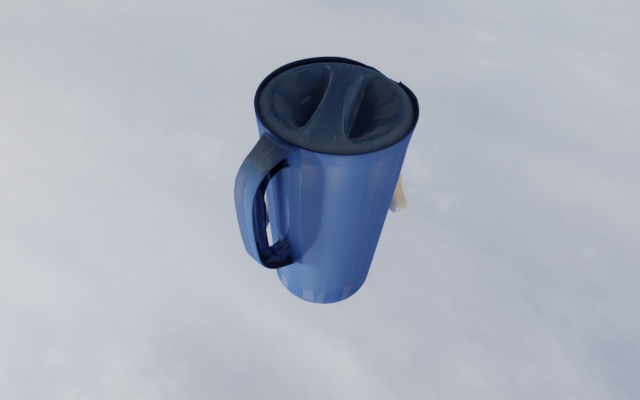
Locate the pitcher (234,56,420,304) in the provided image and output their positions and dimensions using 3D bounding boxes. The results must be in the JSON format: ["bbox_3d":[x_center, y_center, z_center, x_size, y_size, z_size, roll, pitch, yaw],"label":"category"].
[{"bbox_3d":[0.000,0.001,0.463,0.149,0.145,0.243,-1,-43,-5],"label":"pitcher"}]
